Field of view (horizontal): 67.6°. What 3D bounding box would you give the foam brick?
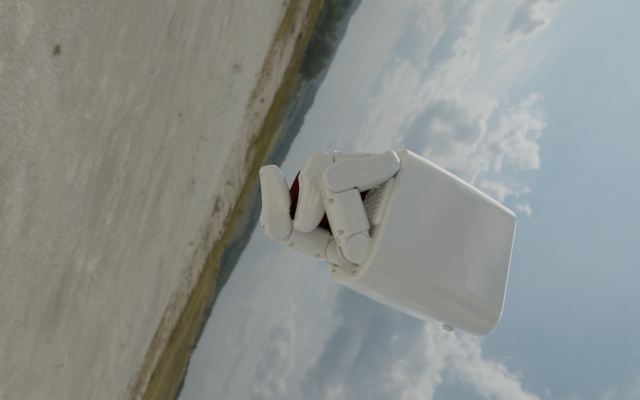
[{"bbox_3d":[0.000,0.001,0.409,0.051,0.053,0.078,27,-13,-9],"label":"foam brick"}]
